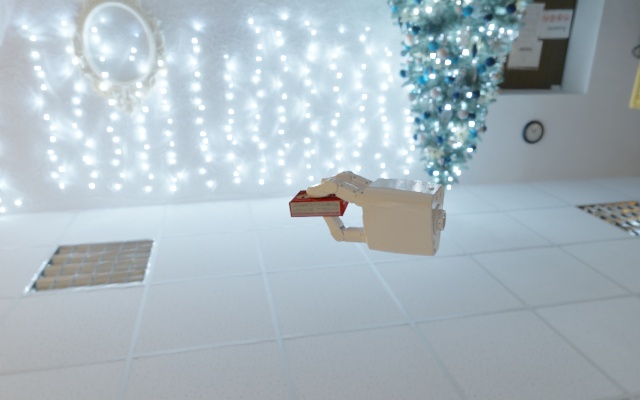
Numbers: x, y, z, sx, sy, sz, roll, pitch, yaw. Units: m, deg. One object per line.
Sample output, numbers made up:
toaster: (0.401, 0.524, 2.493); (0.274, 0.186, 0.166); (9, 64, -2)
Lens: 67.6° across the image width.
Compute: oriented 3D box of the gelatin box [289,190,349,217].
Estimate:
gelatin box: (0.000, 0.003, 0.787); (0.089, 0.030, 0.073); (-3, 16, 13)
